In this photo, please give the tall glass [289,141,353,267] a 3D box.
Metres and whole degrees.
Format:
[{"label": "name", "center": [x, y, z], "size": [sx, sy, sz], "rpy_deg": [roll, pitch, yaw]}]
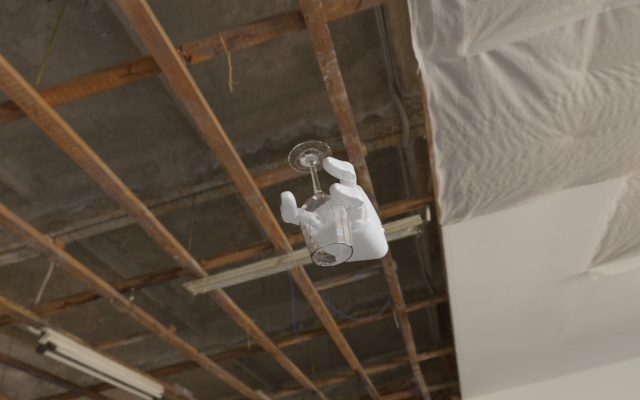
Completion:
[{"label": "tall glass", "center": [0.000, 0.002, 0.744], "size": [0.079, 0.200, 0.079], "rpy_deg": [-8, -39, -6]}]
